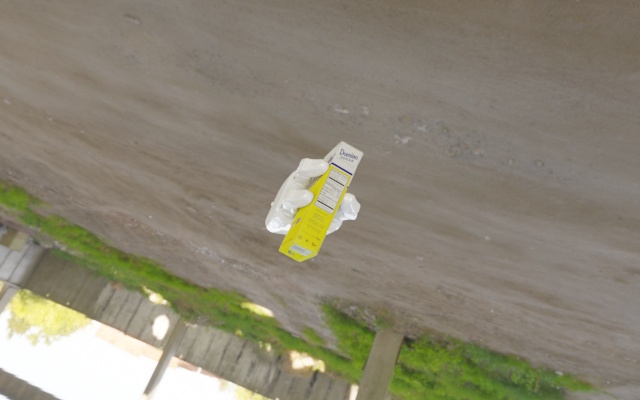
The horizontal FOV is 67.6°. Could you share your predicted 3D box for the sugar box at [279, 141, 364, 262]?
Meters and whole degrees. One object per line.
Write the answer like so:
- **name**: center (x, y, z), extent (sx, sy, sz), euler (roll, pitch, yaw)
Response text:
- **sugar box**: center (0.000, 0.002, 0.730), extent (0.048, 0.176, 0.093), euler (27, -21, -11)
